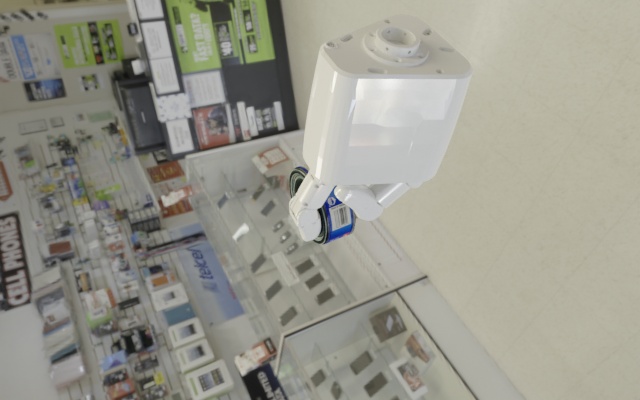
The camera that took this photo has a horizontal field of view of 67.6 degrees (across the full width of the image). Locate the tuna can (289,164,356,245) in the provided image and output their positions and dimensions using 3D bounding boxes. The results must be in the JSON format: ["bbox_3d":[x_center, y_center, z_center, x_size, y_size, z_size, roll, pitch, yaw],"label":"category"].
[{"bbox_3d":[0.000,0.002,0.494,0.034,0.086,0.086,-21,8,-21],"label":"tuna can"}]
